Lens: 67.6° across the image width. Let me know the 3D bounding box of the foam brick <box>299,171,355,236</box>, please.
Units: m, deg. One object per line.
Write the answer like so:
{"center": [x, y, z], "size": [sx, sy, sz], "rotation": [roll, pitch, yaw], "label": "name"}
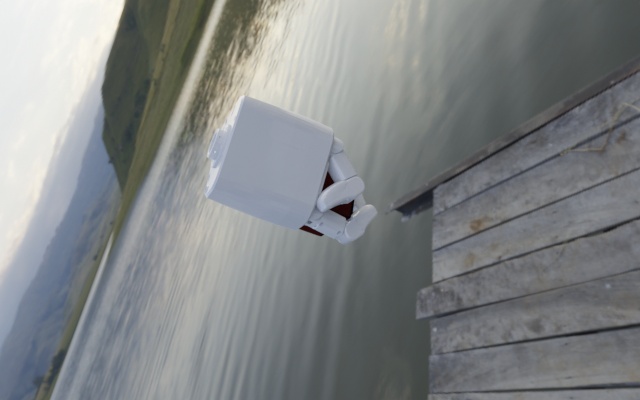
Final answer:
{"center": [0.000, 0.002, 0.567], "size": [0.051, 0.053, 0.078], "rotation": [20, -28, -21], "label": "foam brick"}
